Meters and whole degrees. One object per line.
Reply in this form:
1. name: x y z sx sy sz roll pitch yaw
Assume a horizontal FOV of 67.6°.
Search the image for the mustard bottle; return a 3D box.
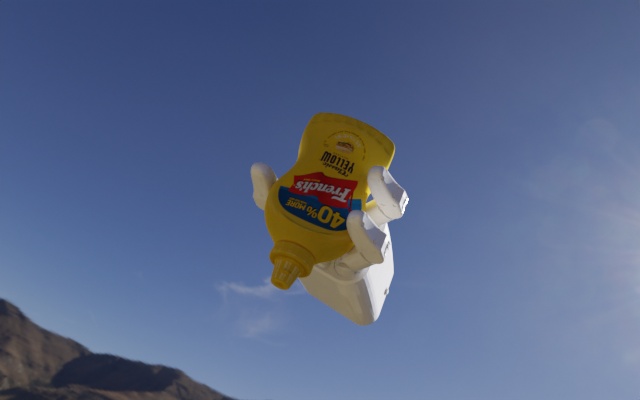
1. mustard bottle: 0.000 0.001 0.464 0.096 0.191 0.058 24 -32 4
